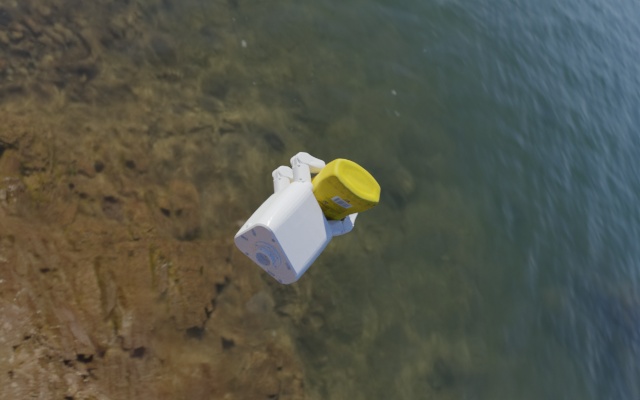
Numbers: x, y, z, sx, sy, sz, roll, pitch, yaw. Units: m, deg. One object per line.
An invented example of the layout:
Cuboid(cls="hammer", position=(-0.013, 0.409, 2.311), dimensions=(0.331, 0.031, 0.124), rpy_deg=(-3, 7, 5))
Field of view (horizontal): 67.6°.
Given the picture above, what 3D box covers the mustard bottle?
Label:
Cuboid(cls="mustard bottle", position=(0.000, 0.002, 0.783), dimensions=(0.096, 0.058, 0.192), rpy_deg=(31, -37, -27))
